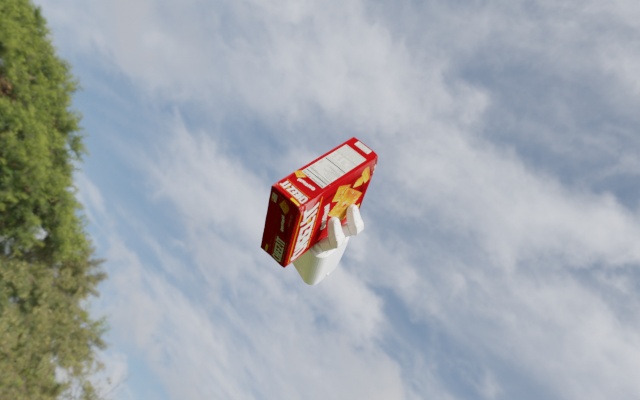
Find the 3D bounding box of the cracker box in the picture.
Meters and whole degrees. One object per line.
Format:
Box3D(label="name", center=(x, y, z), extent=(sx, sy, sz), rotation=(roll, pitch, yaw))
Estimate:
Box3D(label="cracker box", center=(0.000, 0.003, 0.856), extent=(0.072, 0.164, 0.213), rotation=(39, 49, 21))
